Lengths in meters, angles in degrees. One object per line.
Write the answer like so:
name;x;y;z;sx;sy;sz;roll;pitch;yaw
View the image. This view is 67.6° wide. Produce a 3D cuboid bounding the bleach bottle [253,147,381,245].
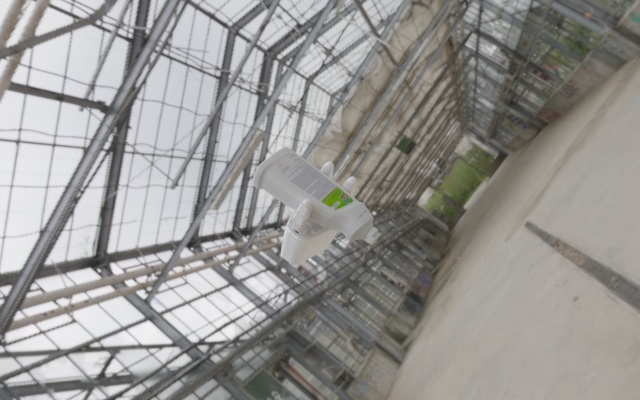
bleach bottle;0.000;0.003;0.899;0.251;0.068;0.102;37;52;13
